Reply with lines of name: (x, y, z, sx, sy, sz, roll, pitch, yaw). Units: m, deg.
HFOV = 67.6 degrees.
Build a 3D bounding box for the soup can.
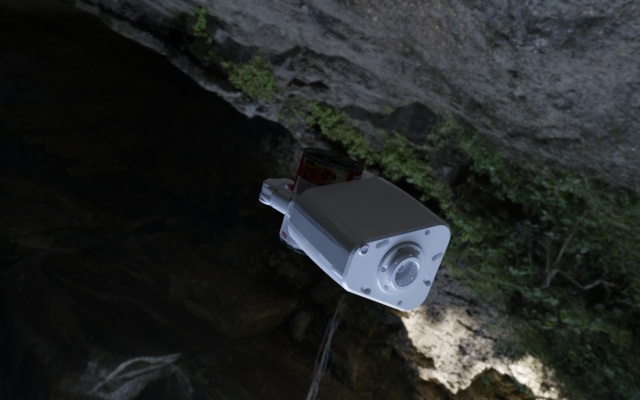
soup can: (0.000, 0.002, 0.518, 0.068, 0.102, 0.068, 16, 16, -5)
